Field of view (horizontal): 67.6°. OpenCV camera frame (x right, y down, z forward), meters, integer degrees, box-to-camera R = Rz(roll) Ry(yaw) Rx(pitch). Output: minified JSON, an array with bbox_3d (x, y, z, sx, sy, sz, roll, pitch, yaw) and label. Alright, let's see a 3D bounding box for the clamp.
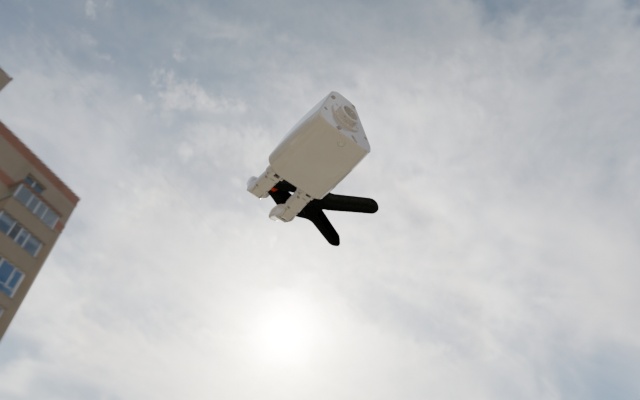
[{"bbox_3d":[0.000,0.002,0.729,0.171,0.039,0.120,33,-54,-25],"label":"clamp"}]
